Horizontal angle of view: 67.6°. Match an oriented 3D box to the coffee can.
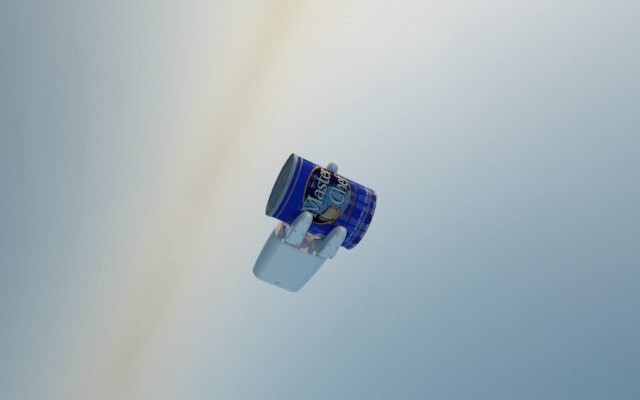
[{"bbox_3d":[0.000,0.002,0.731,0.140,0.103,0.103,24,-6,-13],"label":"coffee can"}]
